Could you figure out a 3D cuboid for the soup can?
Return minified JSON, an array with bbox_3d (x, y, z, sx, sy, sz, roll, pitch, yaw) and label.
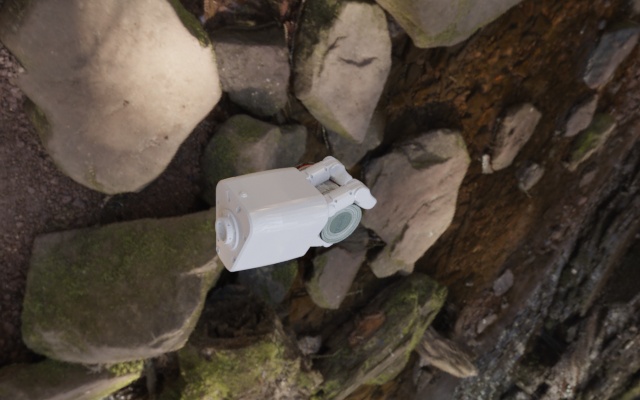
[{"bbox_3d":[0.001,0.002,0.656,0.068,0.068,0.102,0,35,-42],"label":"soup can"}]
